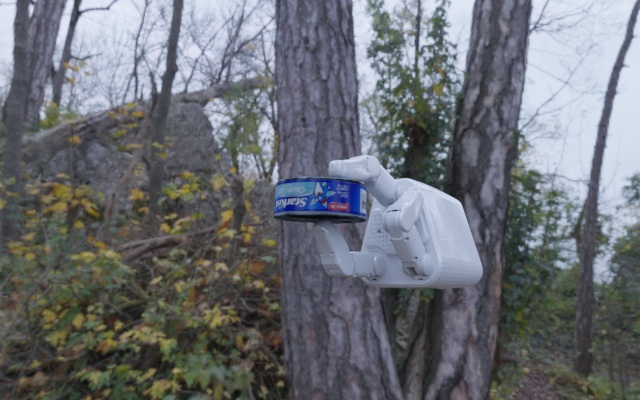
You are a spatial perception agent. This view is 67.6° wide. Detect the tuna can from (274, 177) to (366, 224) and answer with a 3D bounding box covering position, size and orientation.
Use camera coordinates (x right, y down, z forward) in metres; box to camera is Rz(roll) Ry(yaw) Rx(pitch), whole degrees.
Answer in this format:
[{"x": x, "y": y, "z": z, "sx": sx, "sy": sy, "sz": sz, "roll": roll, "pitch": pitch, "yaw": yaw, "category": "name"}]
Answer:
[{"x": 0.000, "y": 0.001, "z": 0.443, "sx": 0.086, "sy": 0.033, "sz": 0.086, "roll": 2, "pitch": -7, "yaw": 0, "category": "tuna can"}]
